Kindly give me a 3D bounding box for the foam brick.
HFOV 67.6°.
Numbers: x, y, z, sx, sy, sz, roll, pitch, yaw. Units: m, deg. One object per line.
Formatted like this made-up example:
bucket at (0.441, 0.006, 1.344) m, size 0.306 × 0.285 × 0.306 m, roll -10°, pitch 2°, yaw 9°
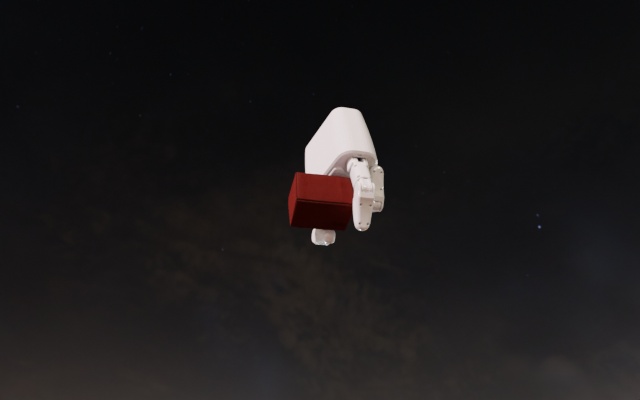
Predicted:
foam brick at (0.000, 0.002, 0.622) m, size 0.078 × 0.051 × 0.053 m, roll 5°, pitch -44°, yaw -14°
